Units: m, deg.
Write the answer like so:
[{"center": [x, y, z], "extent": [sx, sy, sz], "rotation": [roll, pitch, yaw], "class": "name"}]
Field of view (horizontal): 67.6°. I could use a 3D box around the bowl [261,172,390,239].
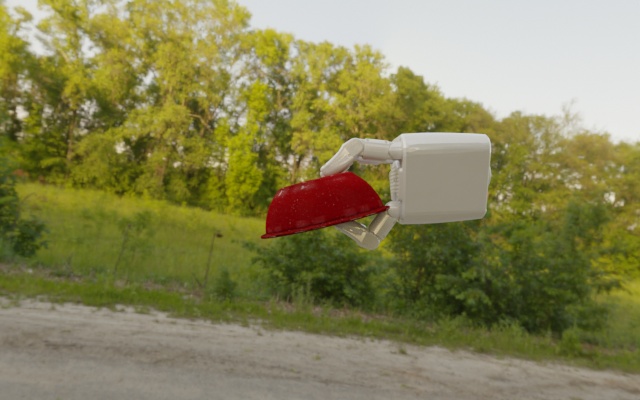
[{"center": [-0.001, 0.002, 0.581], "extent": [0.162, 0.055, 0.162], "rotation": [-14, 1, 0], "class": "bowl"}]
